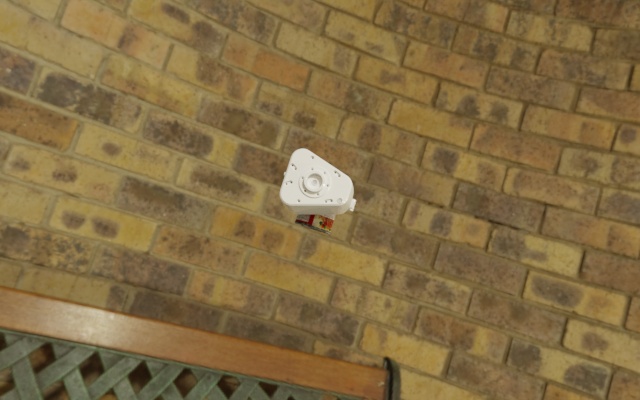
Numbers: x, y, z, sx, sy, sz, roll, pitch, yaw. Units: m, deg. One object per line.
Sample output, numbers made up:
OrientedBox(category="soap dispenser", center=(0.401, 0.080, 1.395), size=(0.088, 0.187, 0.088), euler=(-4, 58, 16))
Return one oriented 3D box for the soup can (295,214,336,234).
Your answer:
OrientedBox(category="soup can", center=(0.000, 0.003, 0.869), size=(0.068, 0.102, 0.068), euler=(17, -6, 2))
